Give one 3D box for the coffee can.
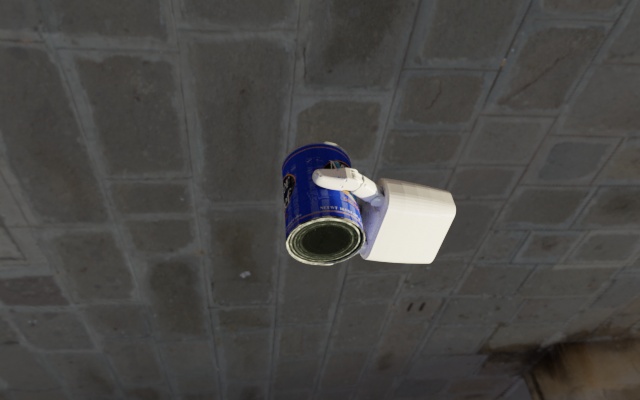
[{"bbox_3d":[0.000,0.002,0.656,0.103,0.140,0.103,-4,-41,-3],"label":"coffee can"}]
